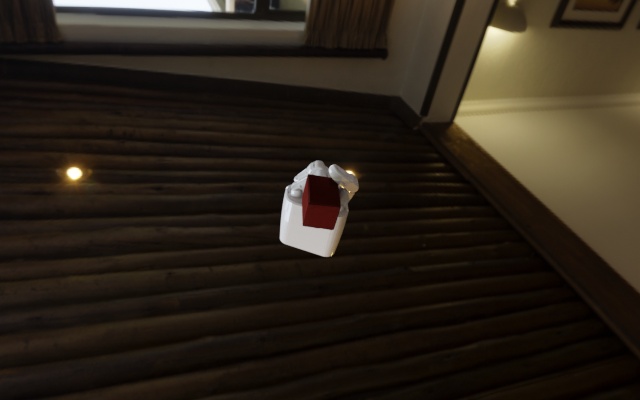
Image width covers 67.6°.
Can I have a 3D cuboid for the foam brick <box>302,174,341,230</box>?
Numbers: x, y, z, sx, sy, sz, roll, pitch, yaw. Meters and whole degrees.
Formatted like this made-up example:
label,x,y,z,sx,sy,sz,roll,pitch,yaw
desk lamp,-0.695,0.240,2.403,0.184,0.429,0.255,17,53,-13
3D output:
label,x,y,z,sx,sy,sz,roll,pitch,yaw
foam brick,0.000,0.003,0.775,0.053,0.051,0.078,9,38,-9
